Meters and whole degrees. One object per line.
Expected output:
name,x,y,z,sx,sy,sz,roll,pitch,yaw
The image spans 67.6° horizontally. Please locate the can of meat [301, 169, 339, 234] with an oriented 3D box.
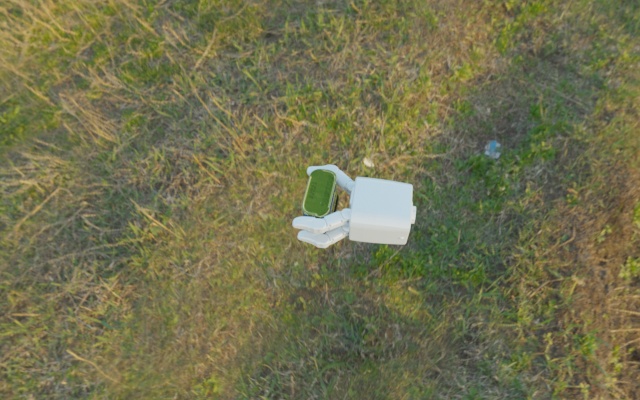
can of meat,0.000,0.003,0.888,0.057,0.102,0.084,10,-26,8
